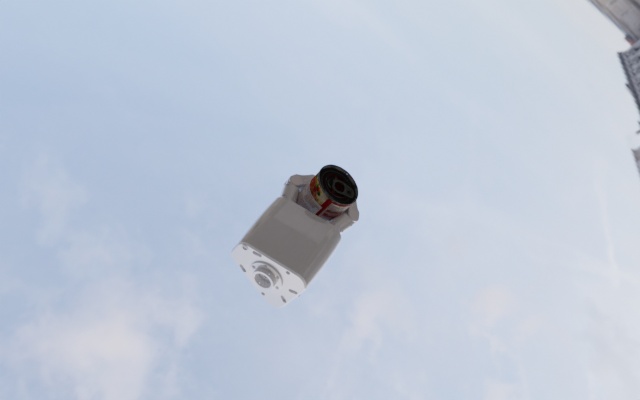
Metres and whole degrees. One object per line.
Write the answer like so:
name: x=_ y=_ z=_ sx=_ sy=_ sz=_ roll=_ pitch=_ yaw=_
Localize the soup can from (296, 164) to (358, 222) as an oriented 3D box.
soup can: x=0.000 y=0.002 z=0.714 sx=0.068 sy=0.068 sz=0.102 roll=0 pitch=-30 yaw=-37
